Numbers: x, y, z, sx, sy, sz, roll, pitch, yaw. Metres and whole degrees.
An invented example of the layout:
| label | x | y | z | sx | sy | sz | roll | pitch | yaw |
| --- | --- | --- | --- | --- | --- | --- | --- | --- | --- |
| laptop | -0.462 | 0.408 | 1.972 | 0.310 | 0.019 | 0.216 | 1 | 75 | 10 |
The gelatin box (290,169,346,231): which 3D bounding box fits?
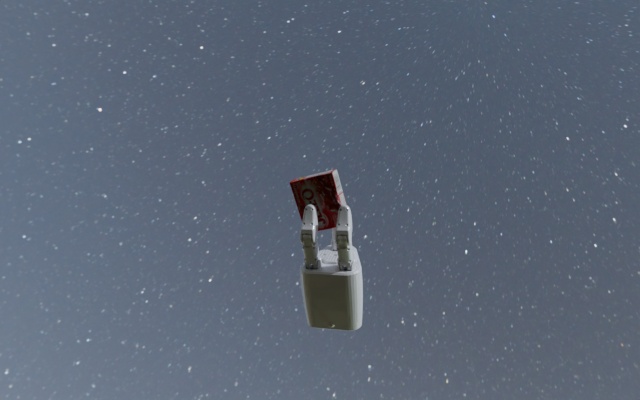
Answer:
| label | x | y | z | sx | sy | sz | roll | pitch | yaw |
| --- | --- | --- | --- | --- | --- | --- | --- | --- | --- |
| gelatin box | 0.000 | 0.002 | 0.752 | 0.073 | 0.089 | 0.030 | -12 | 12 | 21 |
